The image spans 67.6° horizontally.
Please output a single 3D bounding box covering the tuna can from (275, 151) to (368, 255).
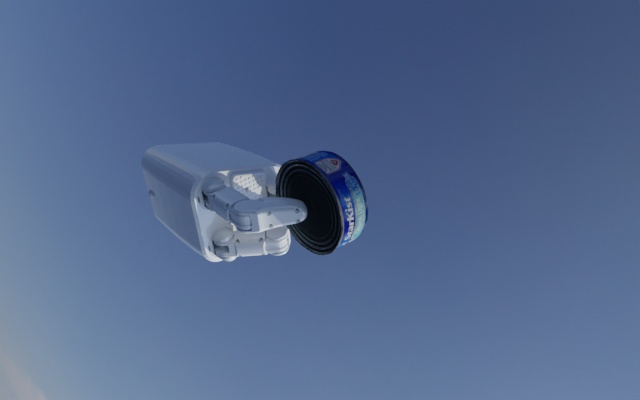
[{"bbox_3d":[0.001,0.001,0.411,0.033,0.086,0.086,-24,15,-36],"label":"tuna can"}]
